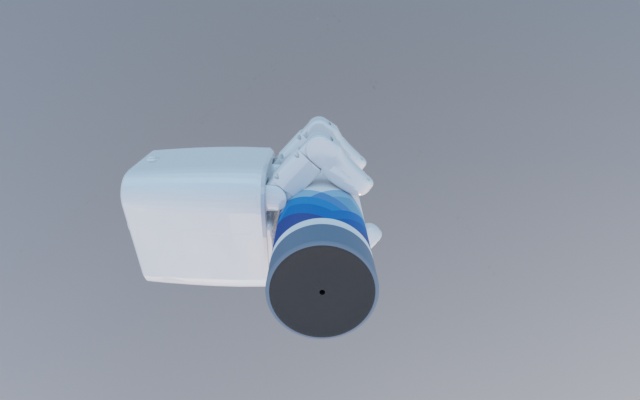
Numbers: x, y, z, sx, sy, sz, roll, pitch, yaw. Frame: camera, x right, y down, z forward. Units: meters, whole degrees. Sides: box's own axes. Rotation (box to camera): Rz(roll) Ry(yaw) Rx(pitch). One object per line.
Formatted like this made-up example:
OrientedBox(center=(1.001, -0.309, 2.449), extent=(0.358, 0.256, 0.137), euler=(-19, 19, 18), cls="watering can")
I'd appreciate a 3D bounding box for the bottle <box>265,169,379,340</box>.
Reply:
OrientedBox(center=(0.000, 0.001, 0.414), extent=(0.069, 0.069, 0.295), euler=(0, 21, 0), cls="bottle")
